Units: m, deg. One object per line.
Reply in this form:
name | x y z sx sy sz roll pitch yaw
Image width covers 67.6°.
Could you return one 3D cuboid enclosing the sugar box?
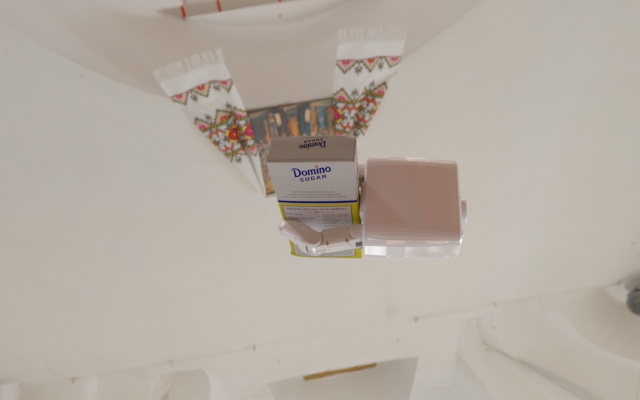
sugar box | 0.000 0.001 0.556 0.093 0.048 0.176 0 -42 7
